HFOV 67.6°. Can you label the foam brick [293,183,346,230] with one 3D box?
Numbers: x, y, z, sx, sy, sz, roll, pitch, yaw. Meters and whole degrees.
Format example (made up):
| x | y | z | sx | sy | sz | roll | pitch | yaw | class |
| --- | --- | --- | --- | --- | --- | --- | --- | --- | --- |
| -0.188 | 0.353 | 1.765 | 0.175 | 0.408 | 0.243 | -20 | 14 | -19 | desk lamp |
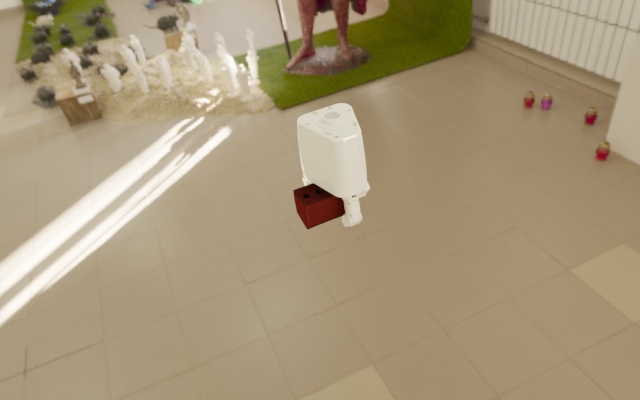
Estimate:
| x | y | z | sx | sy | sz | roll | pitch | yaw | class |
| --- | --- | --- | --- | --- | --- | --- | --- | --- | --- |
| 0.000 | 0.003 | 0.803 | 0.078 | 0.051 | 0.053 | -21 | 42 | -15 | foam brick |
